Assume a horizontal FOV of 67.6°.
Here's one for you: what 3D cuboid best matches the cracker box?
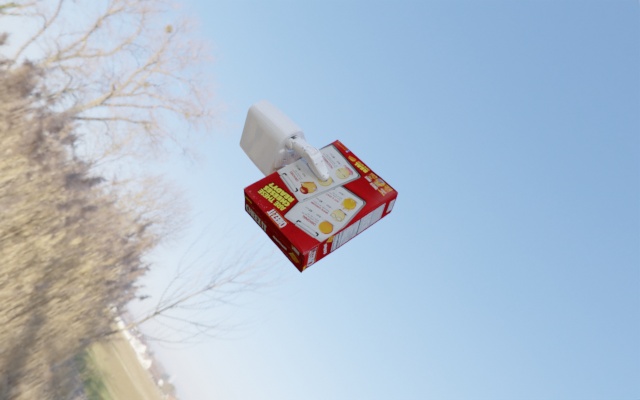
[{"bbox_3d":[0.000,0.003,0.831,0.213,0.164,0.072,-31,-29,-27],"label":"cracker box"}]
